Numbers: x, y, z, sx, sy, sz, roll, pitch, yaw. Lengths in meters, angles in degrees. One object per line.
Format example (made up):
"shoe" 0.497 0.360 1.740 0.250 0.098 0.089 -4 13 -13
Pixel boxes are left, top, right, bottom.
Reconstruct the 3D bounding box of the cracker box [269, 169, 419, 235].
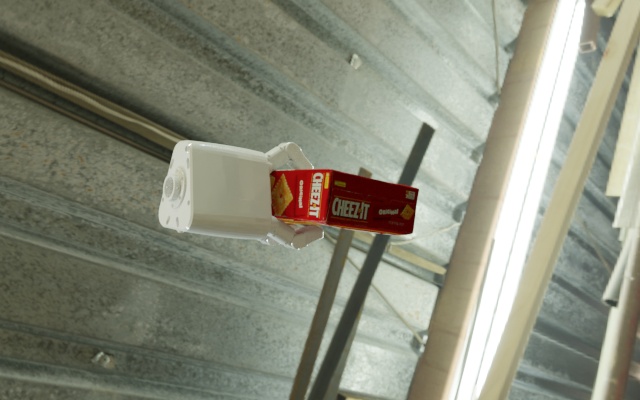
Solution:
"cracker box" 0.000 0.002 0.666 0.164 0.072 0.213 9 -3 -41
